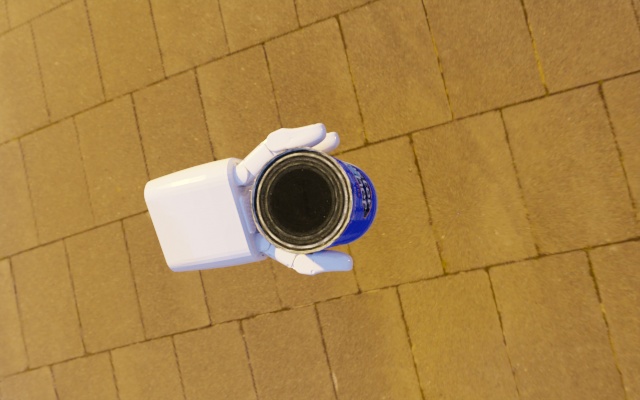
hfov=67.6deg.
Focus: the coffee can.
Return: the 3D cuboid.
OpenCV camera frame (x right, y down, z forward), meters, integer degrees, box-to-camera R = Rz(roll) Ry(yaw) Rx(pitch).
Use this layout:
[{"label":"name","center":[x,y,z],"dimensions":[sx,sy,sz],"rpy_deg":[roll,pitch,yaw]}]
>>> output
[{"label":"coffee can","center":[0.000,0.002,0.517],"dimensions":[0.103,0.103,0.140],"rpy_deg":[0,-1,16]}]
